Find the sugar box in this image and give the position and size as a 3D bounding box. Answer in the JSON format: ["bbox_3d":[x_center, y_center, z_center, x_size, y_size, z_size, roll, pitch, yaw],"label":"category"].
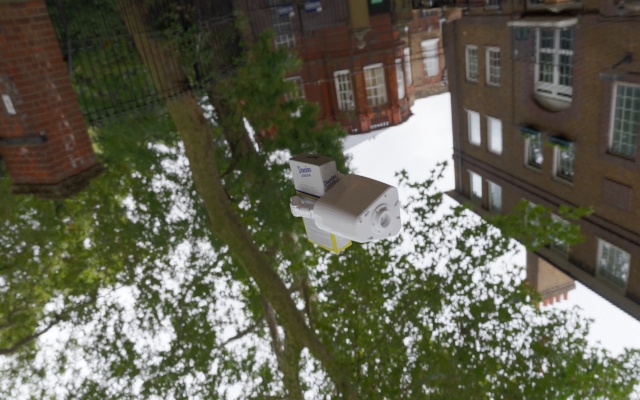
[{"bbox_3d":[0.001,0.003,0.886,0.048,0.176,0.093,-25,27,-33],"label":"sugar box"}]
